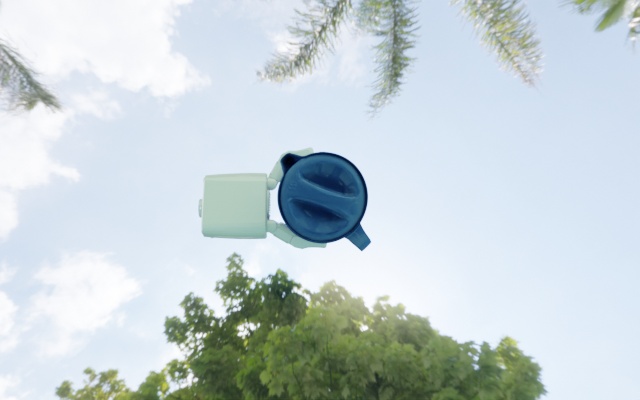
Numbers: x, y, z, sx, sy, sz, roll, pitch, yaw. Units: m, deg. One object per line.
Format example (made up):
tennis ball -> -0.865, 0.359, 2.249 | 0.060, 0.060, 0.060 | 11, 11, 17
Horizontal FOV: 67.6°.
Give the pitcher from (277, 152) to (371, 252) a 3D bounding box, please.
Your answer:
pitcher -> 0.000, 0.003, 0.804 | 0.145, 0.149, 0.243 | 1, 1, -5
